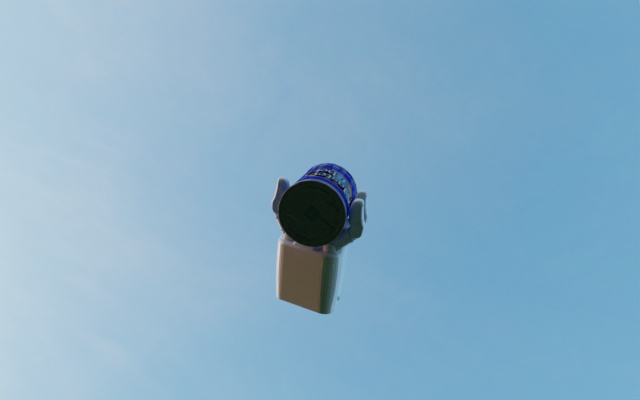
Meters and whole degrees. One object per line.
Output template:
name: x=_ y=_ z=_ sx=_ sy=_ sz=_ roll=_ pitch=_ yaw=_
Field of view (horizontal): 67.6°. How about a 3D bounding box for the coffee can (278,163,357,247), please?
coffee can: x=0.000 y=0.002 z=0.765 sx=0.103 sy=0.103 sz=0.140 roll=0 pitch=15 yaw=12
